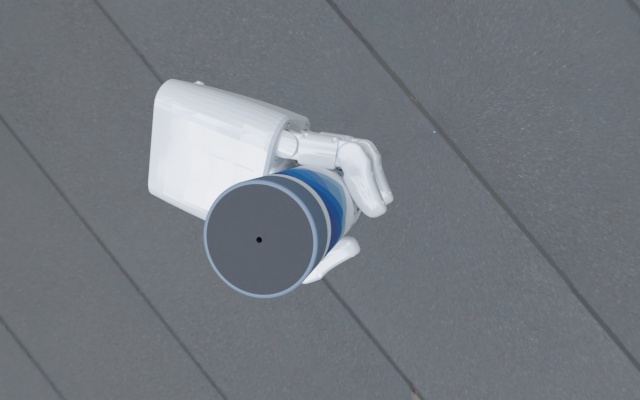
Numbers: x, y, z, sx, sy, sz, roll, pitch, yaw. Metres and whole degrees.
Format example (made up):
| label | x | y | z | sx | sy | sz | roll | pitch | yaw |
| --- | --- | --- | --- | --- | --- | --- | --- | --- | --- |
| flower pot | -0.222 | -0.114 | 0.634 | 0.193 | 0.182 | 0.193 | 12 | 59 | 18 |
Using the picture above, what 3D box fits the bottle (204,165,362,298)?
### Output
| label | x | y | z | sx | sy | sz | roll | pitch | yaw |
| --- | --- | --- | --- | --- | --- | --- | --- | --- | --- |
| bottle | 0.000 | 0.001 | 0.401 | 0.069 | 0.069 | 0.295 | 0 | 8 | 13 |
